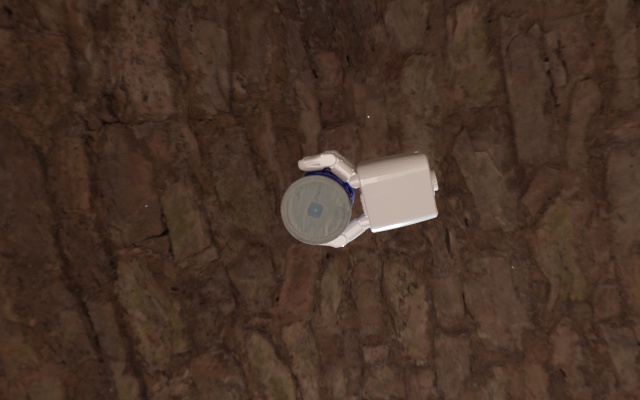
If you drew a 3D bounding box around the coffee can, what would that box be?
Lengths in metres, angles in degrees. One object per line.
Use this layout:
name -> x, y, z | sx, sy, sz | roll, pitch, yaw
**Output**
coffee can -> 0.000, 0.003, 0.754 | 0.103, 0.103, 0.140 | 0, 10, 6
